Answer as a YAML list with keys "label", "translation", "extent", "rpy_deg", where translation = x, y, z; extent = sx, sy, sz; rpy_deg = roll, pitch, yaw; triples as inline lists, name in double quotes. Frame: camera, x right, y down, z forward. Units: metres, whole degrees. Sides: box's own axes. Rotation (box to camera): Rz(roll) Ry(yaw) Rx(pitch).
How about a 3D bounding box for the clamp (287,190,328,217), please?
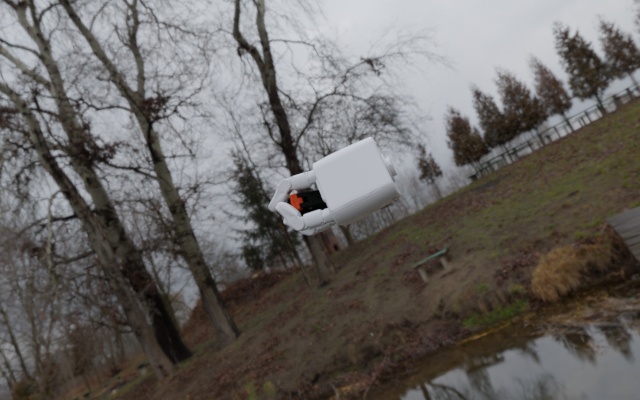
- label: "clamp"
  translation: [0.000, 0.002, 0.841]
  extent: [0.120, 0.039, 0.171]
  rpy_deg: [-26, -9, 11]
